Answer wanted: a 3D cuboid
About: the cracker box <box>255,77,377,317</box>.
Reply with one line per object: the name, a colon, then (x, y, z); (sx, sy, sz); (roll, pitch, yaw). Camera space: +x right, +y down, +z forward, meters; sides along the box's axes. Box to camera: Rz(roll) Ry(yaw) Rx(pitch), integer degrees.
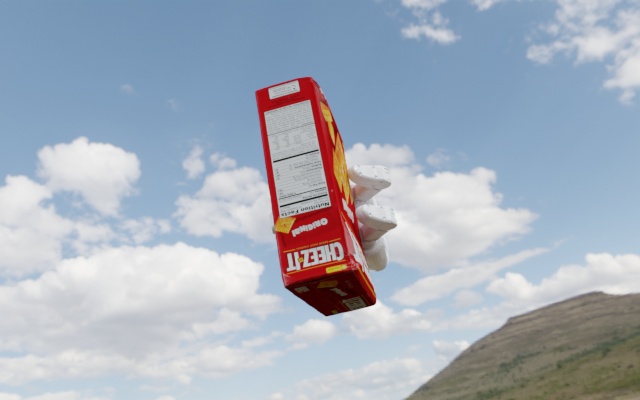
cracker box: (0.000, 0.002, 0.516); (0.072, 0.213, 0.164); (-15, -25, 8)
